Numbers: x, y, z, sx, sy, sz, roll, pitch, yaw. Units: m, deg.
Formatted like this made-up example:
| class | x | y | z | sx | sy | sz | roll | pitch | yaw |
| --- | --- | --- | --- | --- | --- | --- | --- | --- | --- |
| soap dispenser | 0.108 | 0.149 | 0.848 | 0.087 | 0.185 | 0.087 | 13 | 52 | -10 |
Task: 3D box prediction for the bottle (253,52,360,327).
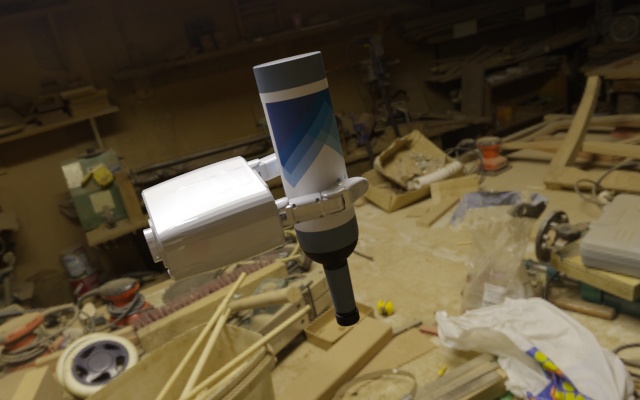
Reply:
| class | x | y | z | sx | sy | sz | roll | pitch | yaw |
| --- | --- | --- | --- | --- | --- | --- | --- | --- | --- |
| bottle | 0.000 | 0.001 | 0.500 | 0.069 | 0.296 | 0.069 | -12 | 19 | 4 |
